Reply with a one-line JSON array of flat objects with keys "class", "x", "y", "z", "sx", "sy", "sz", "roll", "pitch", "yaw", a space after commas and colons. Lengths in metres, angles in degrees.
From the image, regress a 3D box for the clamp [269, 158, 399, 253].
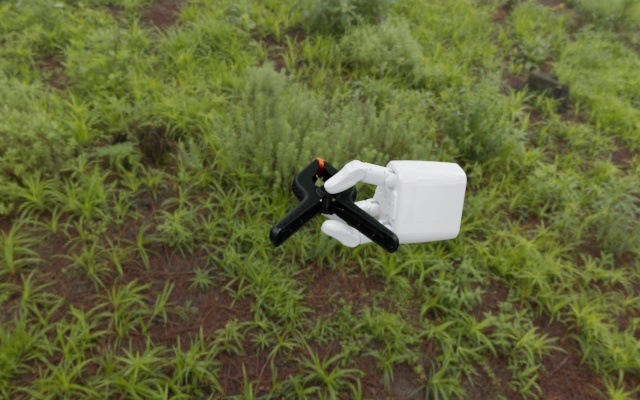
[{"class": "clamp", "x": 0.000, "y": 0.001, "z": 0.663, "sx": 0.164, "sy": 0.036, "sz": 0.209, "roll": 1, "pitch": 33, "yaw": -16}]
